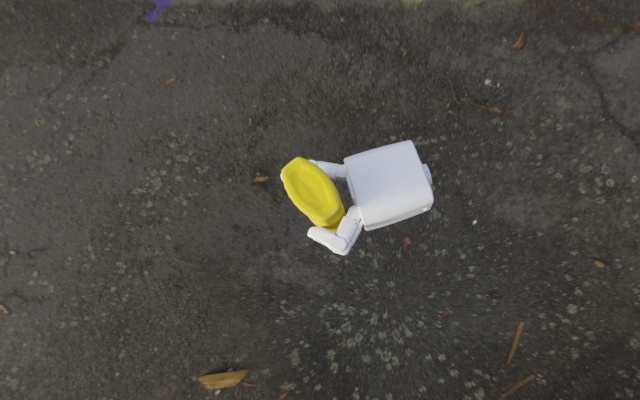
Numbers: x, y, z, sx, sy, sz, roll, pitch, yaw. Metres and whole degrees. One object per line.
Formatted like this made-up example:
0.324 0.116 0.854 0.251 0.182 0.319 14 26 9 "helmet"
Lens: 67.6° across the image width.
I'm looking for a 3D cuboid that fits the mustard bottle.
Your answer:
0.000 0.002 0.712 0.058 0.096 0.192 -41 -14 -1 "mustard bottle"
